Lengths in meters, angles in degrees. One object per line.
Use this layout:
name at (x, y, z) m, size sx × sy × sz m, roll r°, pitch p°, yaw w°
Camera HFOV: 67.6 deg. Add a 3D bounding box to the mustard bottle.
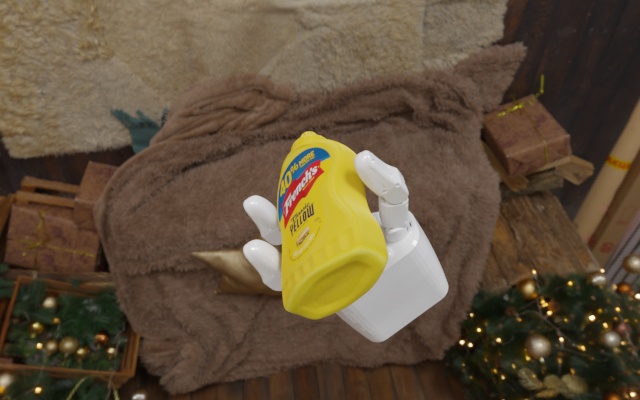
mustard bottle at (0.000, 0.001, 0.428) m, size 0.058 × 0.191 × 0.096 m, roll 24°, pitch -54°, yaw -29°
